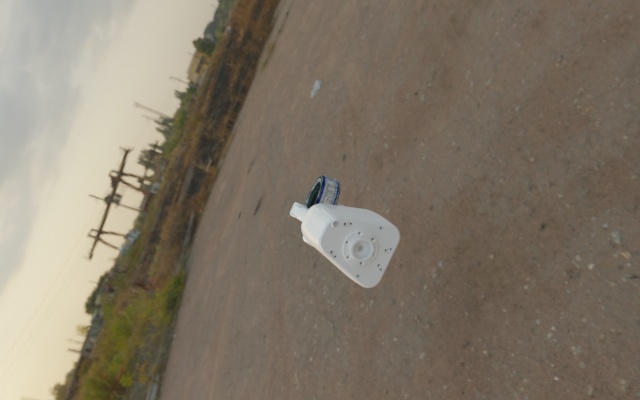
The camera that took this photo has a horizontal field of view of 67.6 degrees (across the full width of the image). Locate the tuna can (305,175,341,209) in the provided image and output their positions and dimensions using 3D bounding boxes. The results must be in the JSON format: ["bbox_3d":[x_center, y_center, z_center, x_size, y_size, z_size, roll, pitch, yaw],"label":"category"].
[{"bbox_3d":[0.000,0.002,0.796,0.034,0.086,0.086,22,-5,-12],"label":"tuna can"}]
